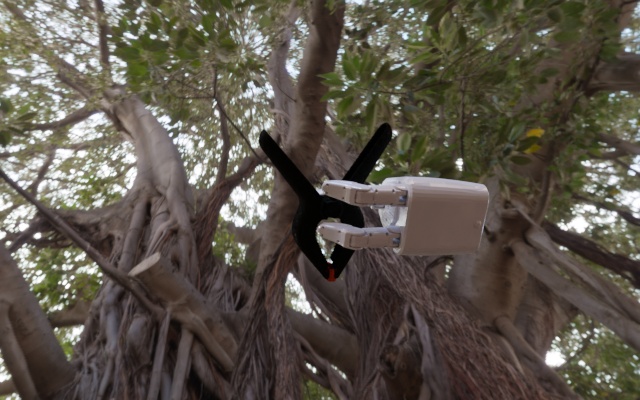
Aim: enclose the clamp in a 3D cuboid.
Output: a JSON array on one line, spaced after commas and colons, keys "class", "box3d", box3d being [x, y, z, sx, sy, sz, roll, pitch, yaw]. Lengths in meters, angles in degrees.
[{"class": "clamp", "box3d": [0.000, 0.002, 0.604, 0.164, 0.210, 0.036, 2, 16, -12]}]
